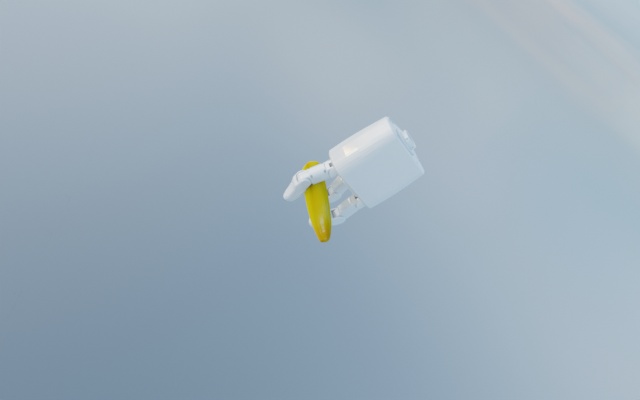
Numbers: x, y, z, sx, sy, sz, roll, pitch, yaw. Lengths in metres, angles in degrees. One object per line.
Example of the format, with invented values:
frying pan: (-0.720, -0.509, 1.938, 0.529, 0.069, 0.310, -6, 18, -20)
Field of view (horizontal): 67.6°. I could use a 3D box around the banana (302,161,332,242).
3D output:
banana: (-0.006, -0.014, 0.778, 0.037, 0.070, 0.197, -17, 32, 5)
